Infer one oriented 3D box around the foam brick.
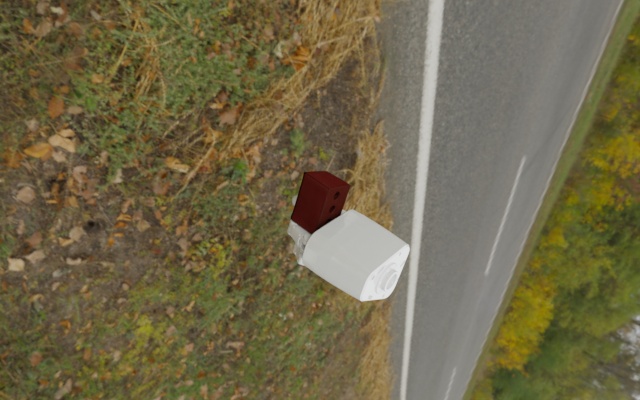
[{"bbox_3d":[0.000,0.002,0.695,0.051,0.078,0.053,32,26,34],"label":"foam brick"}]
